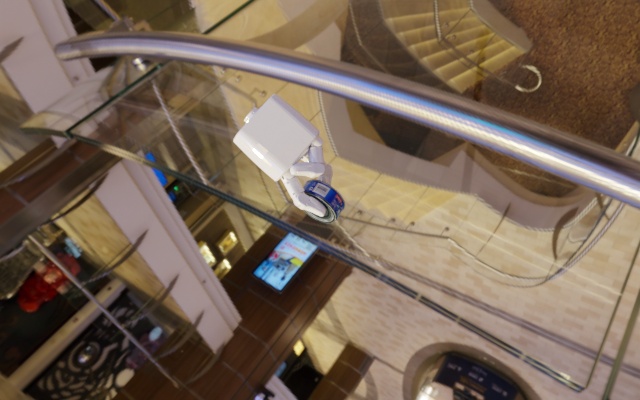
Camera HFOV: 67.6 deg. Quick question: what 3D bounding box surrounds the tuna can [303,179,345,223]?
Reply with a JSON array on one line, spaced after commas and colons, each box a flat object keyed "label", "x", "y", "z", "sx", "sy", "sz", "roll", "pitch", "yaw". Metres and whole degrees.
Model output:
[{"label": "tuna can", "x": 0.000, "y": 0.003, "z": 0.877, "sx": 0.086, "sy": 0.033, "sz": 0.086, "roll": 26, "pitch": -29, "yaw": 16}]
